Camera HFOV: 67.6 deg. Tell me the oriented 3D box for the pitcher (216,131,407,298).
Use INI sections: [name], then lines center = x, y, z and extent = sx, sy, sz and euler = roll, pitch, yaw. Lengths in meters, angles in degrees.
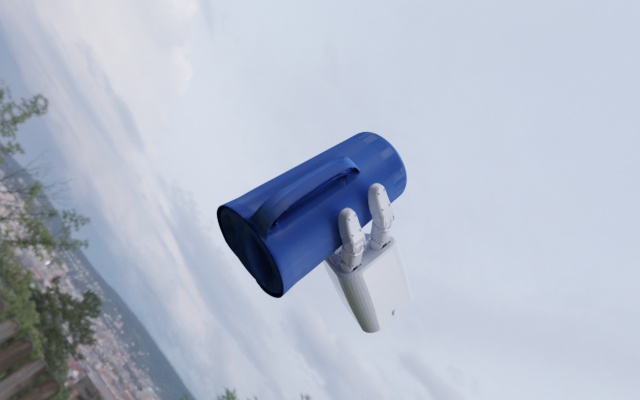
[pitcher]
center = 0.000, 0.002, 0.618
extent = 0.242, 0.145, 0.149
euler = -34, 28, -27
